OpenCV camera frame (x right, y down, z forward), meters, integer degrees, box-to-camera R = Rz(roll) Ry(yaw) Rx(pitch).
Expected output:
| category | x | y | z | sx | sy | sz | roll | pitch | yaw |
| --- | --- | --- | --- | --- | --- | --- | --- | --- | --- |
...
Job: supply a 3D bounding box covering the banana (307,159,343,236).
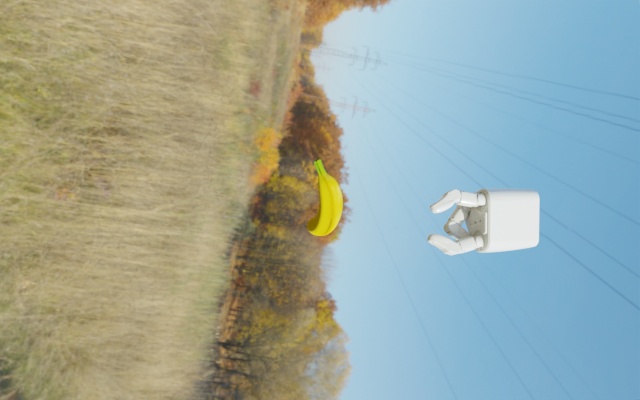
| category | x | y | z | sx | sy | sz | roll | pitch | yaw |
| --- | --- | --- | --- | --- | --- | --- | --- | --- | --- |
| banana | 0.007 | 0.016 | 0.783 | 0.037 | 0.069 | 0.198 | -13 | -31 | -16 |
